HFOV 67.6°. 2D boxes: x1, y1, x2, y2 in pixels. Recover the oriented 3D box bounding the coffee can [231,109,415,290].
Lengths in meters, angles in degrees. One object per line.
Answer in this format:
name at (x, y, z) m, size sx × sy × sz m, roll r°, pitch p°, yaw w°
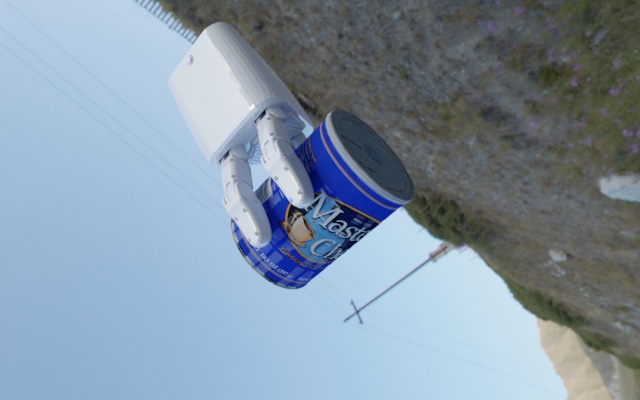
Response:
coffee can at (0.000, 0.001, 0.440) m, size 0.140 × 0.102 × 0.103 m, roll -42°, pitch -22°, yaw 26°
